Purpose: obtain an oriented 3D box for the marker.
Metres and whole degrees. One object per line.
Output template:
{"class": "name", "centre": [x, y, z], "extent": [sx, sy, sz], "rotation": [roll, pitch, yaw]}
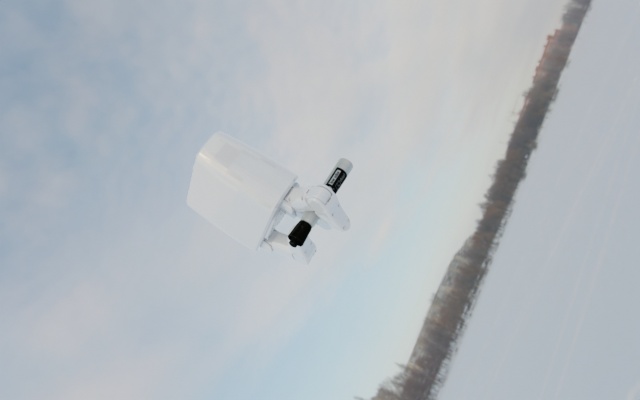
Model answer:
{"class": "marker", "centre": [0.000, 0.002, 0.522], "extent": [0.020, 0.121, 0.020], "rotation": [25, -29, 15]}
